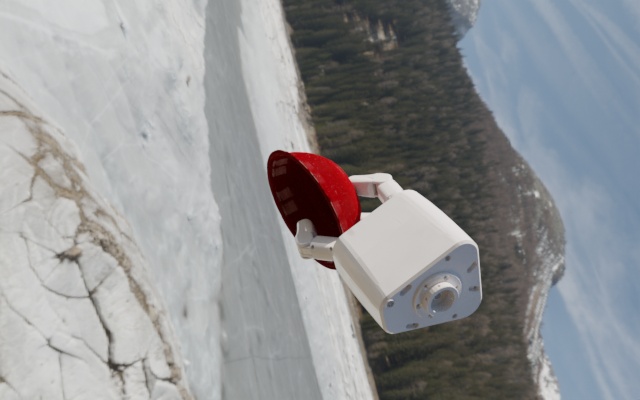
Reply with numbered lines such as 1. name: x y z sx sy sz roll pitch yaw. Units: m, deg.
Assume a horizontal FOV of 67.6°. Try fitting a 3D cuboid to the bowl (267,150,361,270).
1. bowl: 0.000 0.001 0.585 0.055 0.162 0.162 -30 13 -24
